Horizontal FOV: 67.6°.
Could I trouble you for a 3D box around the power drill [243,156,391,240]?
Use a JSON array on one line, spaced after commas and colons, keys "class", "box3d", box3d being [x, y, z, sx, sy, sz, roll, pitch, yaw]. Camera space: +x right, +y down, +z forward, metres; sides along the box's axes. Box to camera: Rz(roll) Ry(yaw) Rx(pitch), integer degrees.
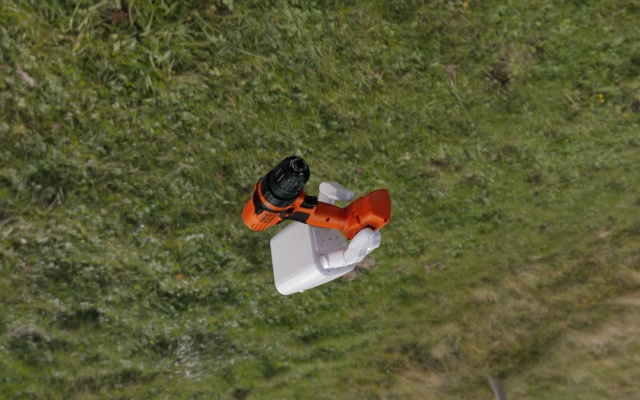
[{"class": "power drill", "box3d": [0.000, 0.002, 0.665, 0.187, 0.057, 0.184, 11, -25, -22]}]
